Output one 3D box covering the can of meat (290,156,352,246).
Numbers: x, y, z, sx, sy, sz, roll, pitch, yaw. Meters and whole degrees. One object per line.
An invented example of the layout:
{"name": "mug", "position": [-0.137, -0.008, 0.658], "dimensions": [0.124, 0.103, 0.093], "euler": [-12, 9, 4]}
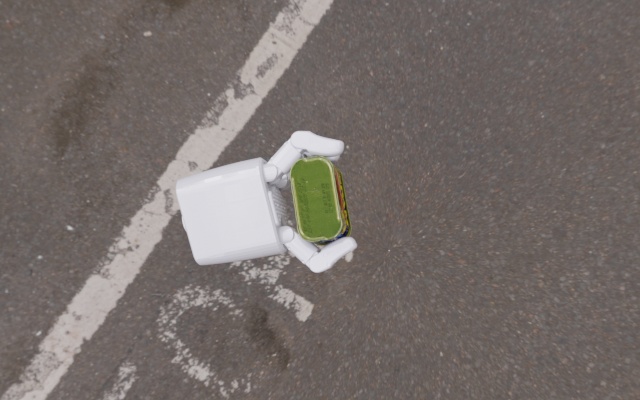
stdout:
{"name": "can of meat", "position": [0.000, 0.002, 0.570], "dimensions": [0.057, 0.102, 0.084], "euler": [-10, -7, 8]}
